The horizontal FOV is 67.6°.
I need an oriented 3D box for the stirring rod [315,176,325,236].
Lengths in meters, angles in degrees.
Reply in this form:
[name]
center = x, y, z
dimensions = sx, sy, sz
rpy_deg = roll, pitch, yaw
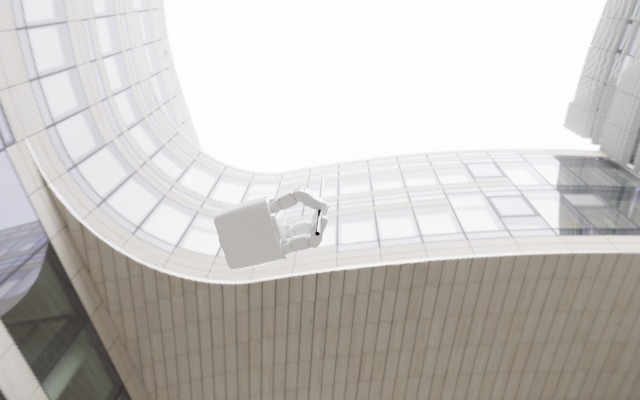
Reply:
[stirring rod]
center = 0.000, 0.003, 0.872
dimensions = 0.011, 0.011, 0.239
rpy_deg = 0, 25, 3
